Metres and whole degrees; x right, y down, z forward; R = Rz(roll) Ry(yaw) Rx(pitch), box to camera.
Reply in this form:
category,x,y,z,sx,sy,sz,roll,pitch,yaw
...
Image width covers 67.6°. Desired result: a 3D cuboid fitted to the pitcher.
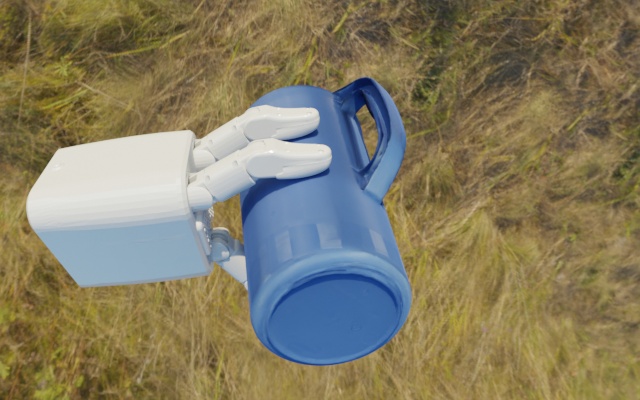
category,x,y,z,sx,sy,sz,roll,pitch,yaw
pitcher,0.000,0.001,0.400,0.145,0.149,0.242,-5,36,-6
